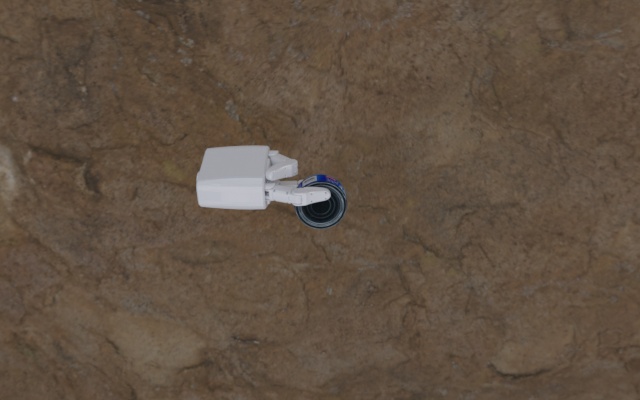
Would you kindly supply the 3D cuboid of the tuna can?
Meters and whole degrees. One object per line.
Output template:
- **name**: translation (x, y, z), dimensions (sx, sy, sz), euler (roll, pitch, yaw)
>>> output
- **tuna can**: translation (0.000, 0.003, 0.772), dimensions (0.086, 0.086, 0.033), euler (0, 24, -3)
